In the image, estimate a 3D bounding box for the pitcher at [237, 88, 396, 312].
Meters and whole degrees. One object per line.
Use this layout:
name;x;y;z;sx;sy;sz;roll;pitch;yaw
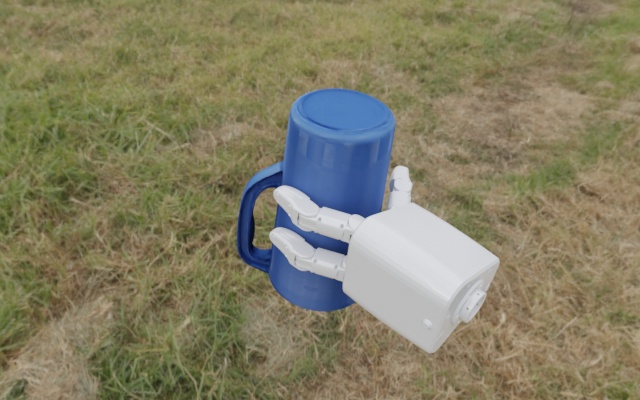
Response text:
pitcher;0.000;0.002;0.549;0.149;0.243;0.145;-28;50;-36
